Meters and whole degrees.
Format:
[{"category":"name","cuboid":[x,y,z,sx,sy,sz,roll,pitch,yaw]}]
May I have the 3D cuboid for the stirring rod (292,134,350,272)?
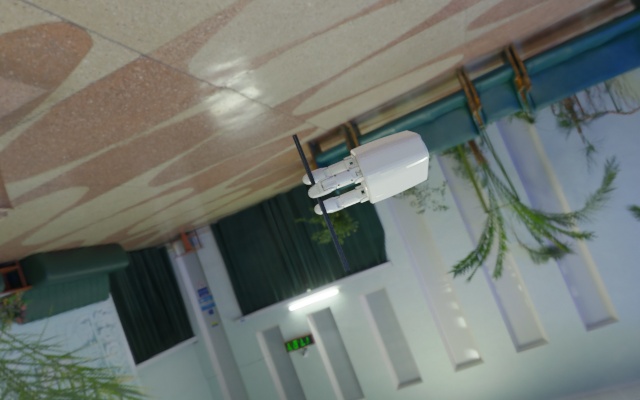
[{"category":"stirring rod","cuboid":[0.000,0.002,0.786,0.011,0.239,0.011,-21,-5,-2]}]
